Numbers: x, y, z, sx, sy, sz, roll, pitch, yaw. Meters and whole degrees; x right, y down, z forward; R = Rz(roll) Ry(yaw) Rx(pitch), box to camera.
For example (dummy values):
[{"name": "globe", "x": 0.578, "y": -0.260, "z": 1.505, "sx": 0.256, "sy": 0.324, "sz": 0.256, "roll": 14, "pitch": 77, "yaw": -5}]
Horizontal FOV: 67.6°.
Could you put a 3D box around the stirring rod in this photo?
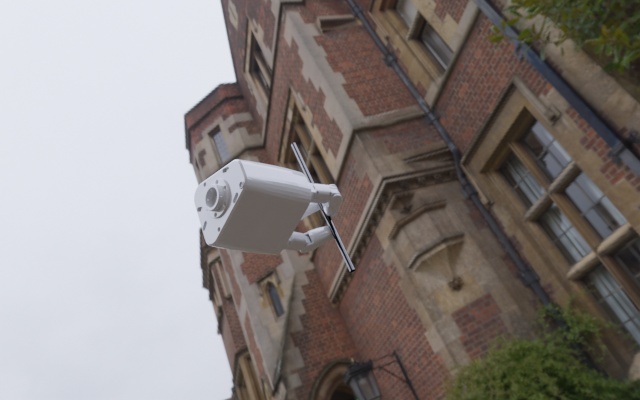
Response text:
[{"name": "stirring rod", "x": 0.000, "y": 0.002, "z": 0.710, "sx": 0.011, "sy": 0.239, "sz": 0.011, "roll": -18, "pitch": -32, "yaw": -12}]
